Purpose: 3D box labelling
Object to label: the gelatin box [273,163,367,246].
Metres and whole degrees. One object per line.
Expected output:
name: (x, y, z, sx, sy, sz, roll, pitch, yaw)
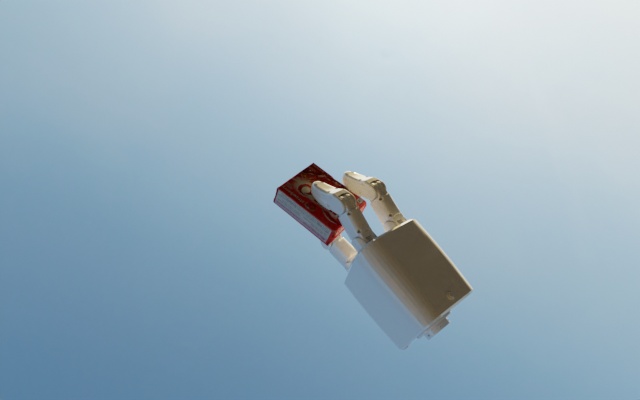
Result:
gelatin box: (0.000, 0.002, 0.579, 0.089, 0.030, 0.073, 38, 46, 14)
